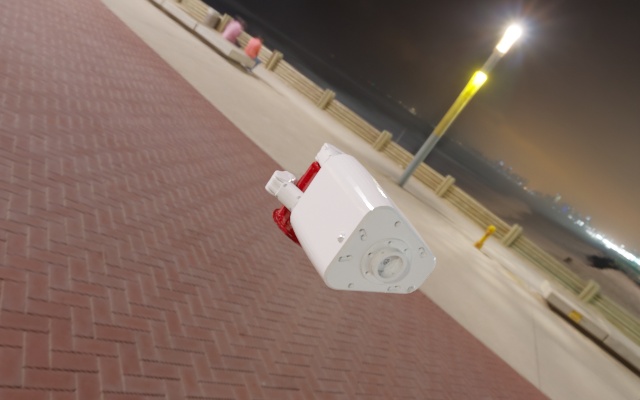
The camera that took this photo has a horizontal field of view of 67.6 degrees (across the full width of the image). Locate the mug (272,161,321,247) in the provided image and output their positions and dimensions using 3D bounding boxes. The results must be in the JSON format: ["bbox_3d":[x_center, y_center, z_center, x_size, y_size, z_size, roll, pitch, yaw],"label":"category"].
[{"bbox_3d":[0.000,0.001,0.571,0.093,0.081,0.117,26,17,-32],"label":"mug"}]
